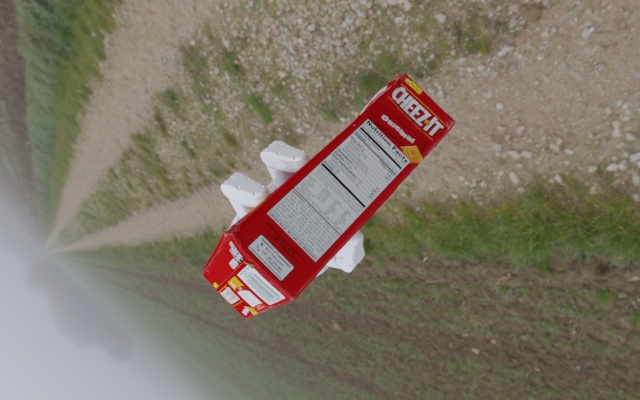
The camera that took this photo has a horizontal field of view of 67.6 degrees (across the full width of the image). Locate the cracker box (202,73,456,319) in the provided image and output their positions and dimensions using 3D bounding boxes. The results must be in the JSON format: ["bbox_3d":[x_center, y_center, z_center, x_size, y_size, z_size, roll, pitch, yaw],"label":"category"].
[{"bbox_3d":[0.000,0.002,0.431,0.213,0.072,0.164,-45,1,-26],"label":"cracker box"}]
